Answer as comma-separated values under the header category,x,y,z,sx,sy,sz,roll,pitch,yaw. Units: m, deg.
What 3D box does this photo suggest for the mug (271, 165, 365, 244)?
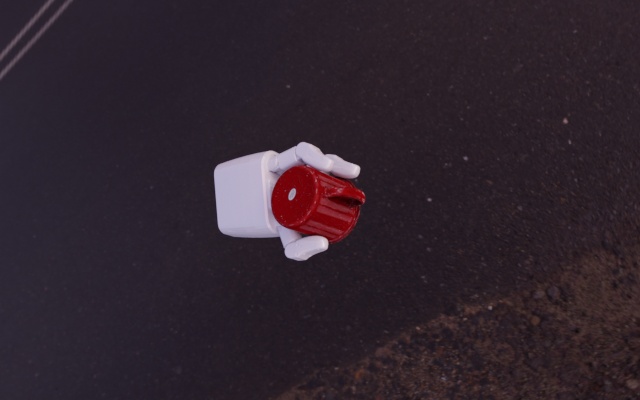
category,x,y,z,sx,sy,sz,roll,pitch,yaw
mug,0.001,0.002,0.607,0.117,0.093,0.081,-8,-19,37
